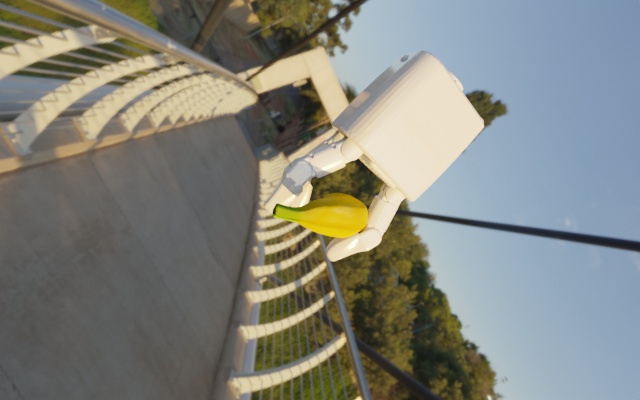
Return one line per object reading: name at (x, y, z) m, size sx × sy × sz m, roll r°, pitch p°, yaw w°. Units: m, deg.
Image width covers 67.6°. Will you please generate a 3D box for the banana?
banana at (0.016, 0.010, 0.480) m, size 0.069 × 0.037 × 0.198 m, roll 25°, pitch 6°, yaw 11°
